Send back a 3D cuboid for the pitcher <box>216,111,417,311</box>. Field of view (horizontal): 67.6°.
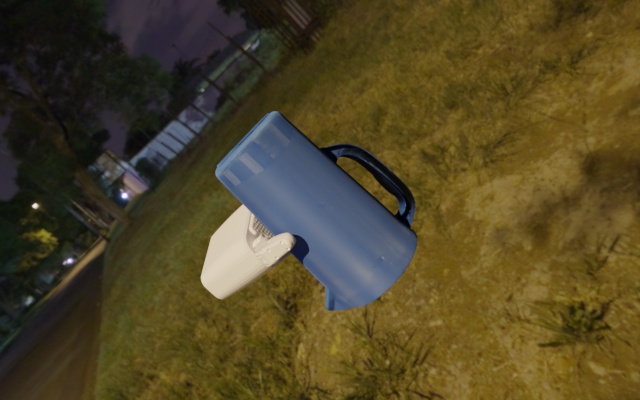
[{"bbox_3d":[0.000,0.002,0.593,0.145,0.243,0.149,-38,15,30],"label":"pitcher"}]
